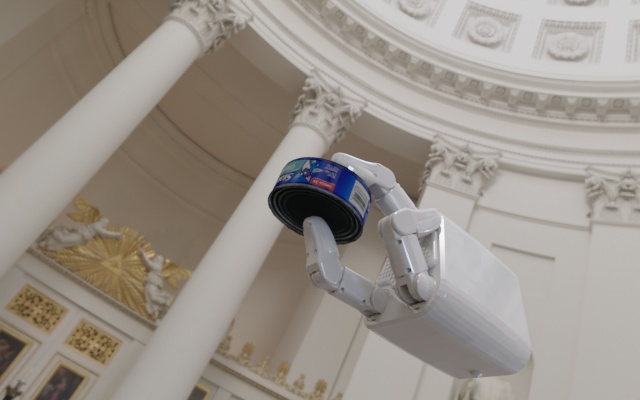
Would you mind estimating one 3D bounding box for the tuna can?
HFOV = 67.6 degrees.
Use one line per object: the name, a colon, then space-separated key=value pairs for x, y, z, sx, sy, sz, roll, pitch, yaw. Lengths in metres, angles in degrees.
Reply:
tuna can: x=0.000 y=0.001 z=0.414 sx=0.086 sy=0.033 sz=0.086 roll=16 pitch=-31 yaw=10
